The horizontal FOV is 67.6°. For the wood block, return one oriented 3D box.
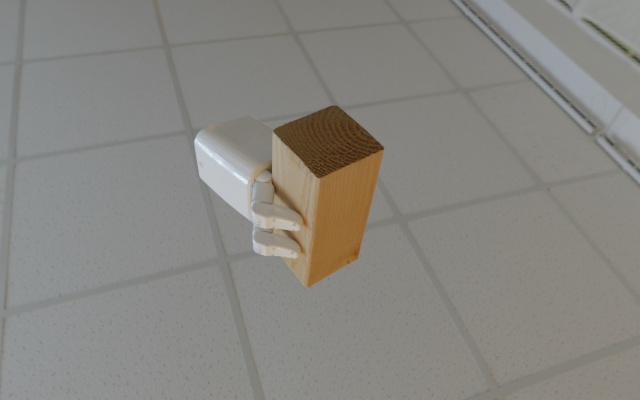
[{"bbox_3d":[0.000,0.002,0.585,0.091,0.206,0.090,-27,57,-26],"label":"wood block"}]
